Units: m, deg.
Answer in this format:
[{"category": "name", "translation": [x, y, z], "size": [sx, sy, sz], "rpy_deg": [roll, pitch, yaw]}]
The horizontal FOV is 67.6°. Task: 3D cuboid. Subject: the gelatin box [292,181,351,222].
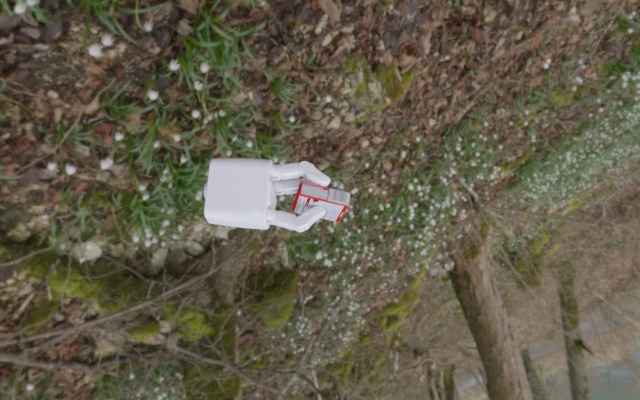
[{"category": "gelatin box", "translation": [0.000, 0.003, 0.822], "size": [0.089, 0.030, 0.073], "rpy_deg": [13, -27, -6]}]
